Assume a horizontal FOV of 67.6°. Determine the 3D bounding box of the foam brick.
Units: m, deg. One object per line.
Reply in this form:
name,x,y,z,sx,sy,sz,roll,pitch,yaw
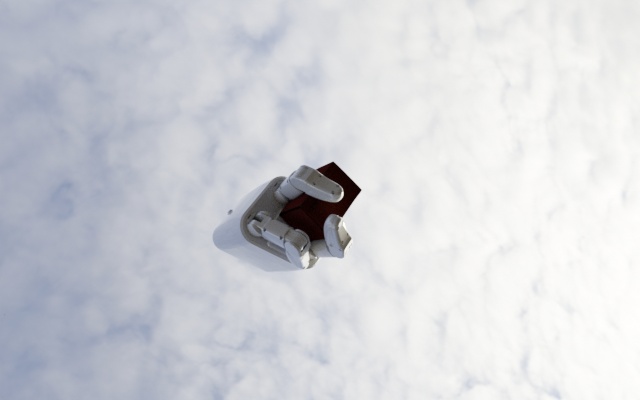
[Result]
foam brick,0.000,0.002,0.565,0.051,0.053,0.078,-21,27,56
